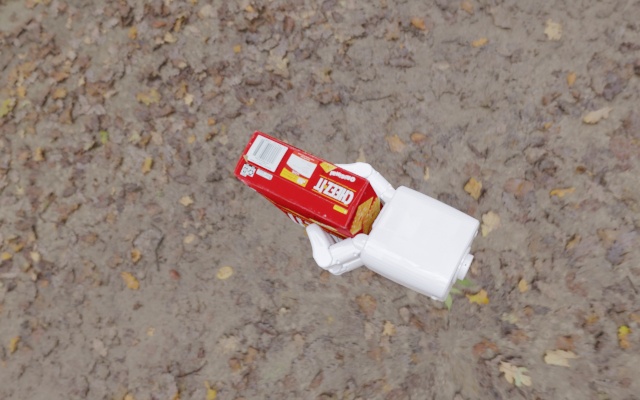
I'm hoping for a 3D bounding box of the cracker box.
[{"bbox_3d":[0.000,0.002,0.652,0.164,0.072,0.214,25,-8,21],"label":"cracker box"}]
